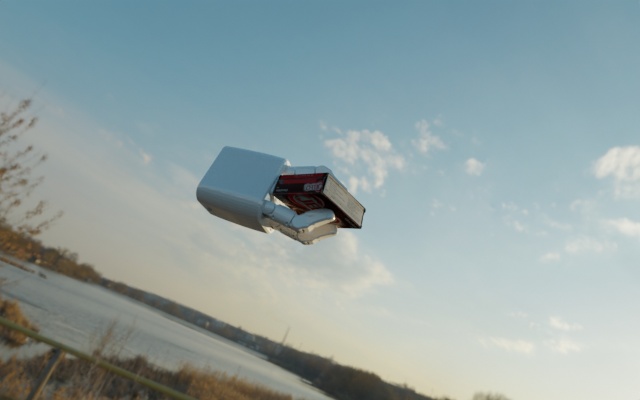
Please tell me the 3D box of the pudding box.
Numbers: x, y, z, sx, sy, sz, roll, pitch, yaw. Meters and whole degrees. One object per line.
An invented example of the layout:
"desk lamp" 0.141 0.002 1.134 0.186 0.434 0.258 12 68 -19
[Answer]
"pudding box" 0.000 0.002 0.695 0.090 0.039 0.113 0 -26 38
